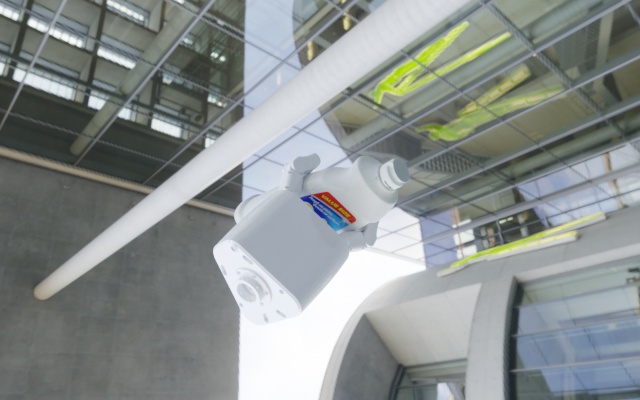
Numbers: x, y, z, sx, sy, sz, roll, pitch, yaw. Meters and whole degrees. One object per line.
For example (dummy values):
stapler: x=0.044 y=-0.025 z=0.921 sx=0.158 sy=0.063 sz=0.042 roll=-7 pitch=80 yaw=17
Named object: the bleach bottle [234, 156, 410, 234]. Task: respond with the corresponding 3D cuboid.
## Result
bleach bottle: x=0.000 y=0.002 z=0.603 sx=0.251 sy=0.102 sz=0.068 roll=-27 pitch=12 yaw=42
